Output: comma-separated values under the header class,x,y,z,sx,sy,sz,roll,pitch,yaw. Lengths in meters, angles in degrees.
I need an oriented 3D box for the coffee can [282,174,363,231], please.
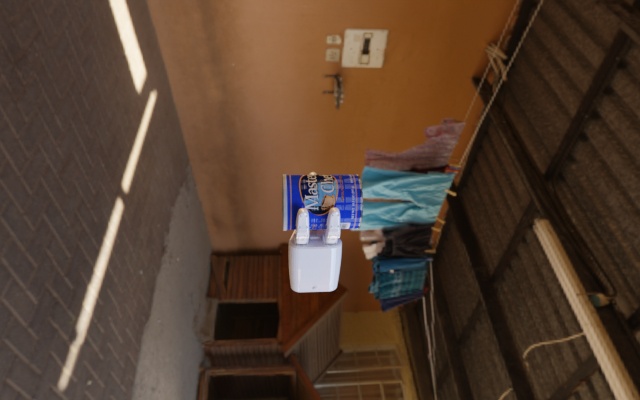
class,x,y,z,sx,sy,sz,roll,pitch,yaw
coffee can,0.000,0.003,0.879,0.140,0.103,0.103,-1,0,-6
